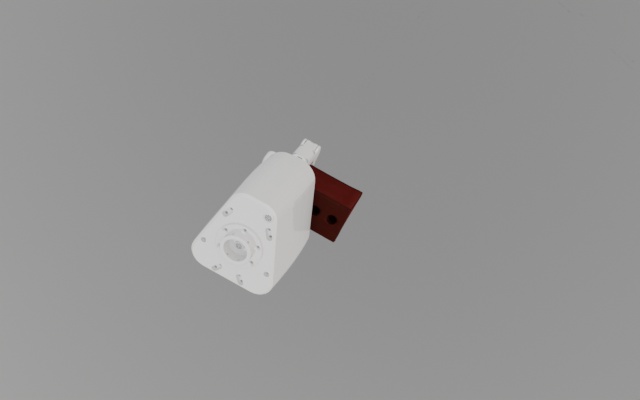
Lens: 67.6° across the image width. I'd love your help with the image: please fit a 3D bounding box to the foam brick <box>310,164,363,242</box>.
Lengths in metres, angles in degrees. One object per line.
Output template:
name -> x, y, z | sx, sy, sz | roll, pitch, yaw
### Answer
foam brick -> 0.000, 0.002, 0.564 | 0.078, 0.053, 0.051 | 28, 30, 4
